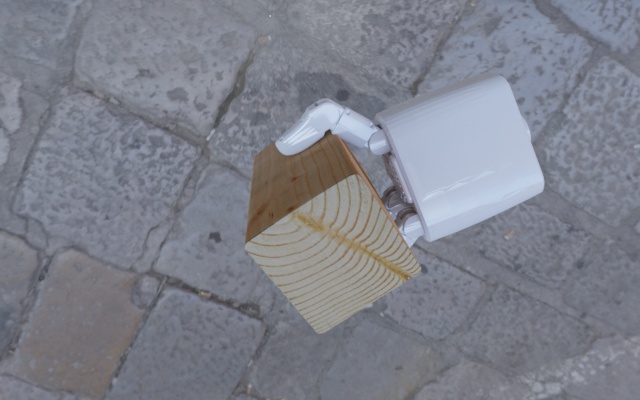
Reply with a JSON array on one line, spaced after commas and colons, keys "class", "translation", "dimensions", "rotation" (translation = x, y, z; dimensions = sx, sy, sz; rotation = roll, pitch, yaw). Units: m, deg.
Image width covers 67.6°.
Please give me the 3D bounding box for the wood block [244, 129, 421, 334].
[{"class": "wood block", "translation": [0.000, 0.001, 0.411], "dimensions": [0.090, 0.091, 0.206], "rotation": [-33, 21, 7]}]
